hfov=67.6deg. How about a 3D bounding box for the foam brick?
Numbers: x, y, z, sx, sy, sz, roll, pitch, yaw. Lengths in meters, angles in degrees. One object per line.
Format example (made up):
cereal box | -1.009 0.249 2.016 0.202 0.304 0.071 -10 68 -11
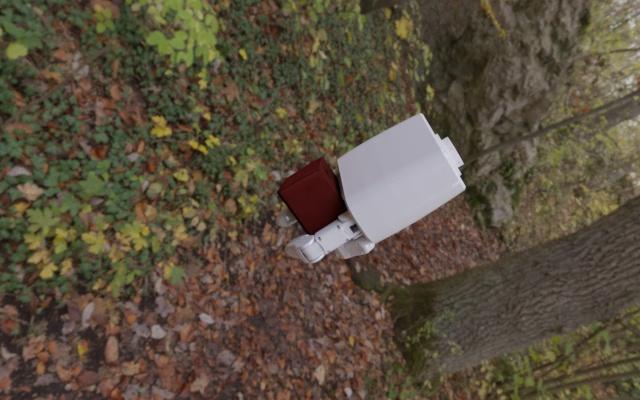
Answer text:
foam brick | 0.000 0.002 0.508 0.051 0.078 0.053 -31 15 16
